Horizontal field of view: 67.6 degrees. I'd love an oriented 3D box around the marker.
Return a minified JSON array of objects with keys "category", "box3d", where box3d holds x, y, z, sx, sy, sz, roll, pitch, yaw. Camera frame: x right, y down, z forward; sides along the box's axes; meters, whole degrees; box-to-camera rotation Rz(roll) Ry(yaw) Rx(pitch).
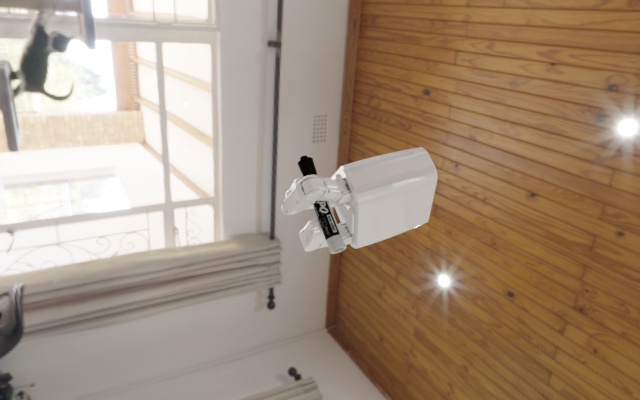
[{"category":"marker","box3d":[0.000,0.002,0.540,0.020,0.121,0.020,-18,-21,-7]}]
